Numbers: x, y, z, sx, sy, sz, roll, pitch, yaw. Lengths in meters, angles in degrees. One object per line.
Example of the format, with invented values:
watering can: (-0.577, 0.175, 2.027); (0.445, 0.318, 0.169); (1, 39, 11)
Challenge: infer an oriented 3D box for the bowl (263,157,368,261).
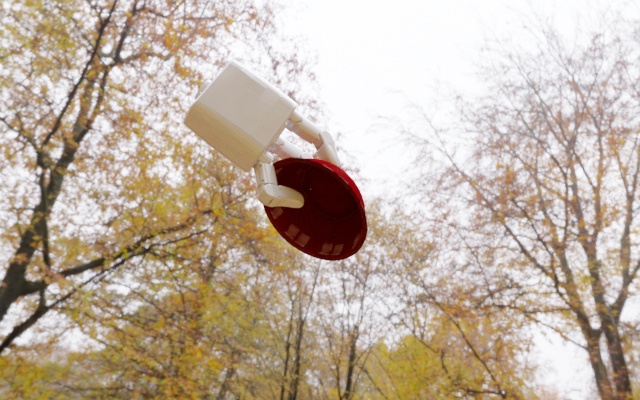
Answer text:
bowl: (0.001, 0.003, 0.648); (0.162, 0.162, 0.055); (0, 31, 35)
